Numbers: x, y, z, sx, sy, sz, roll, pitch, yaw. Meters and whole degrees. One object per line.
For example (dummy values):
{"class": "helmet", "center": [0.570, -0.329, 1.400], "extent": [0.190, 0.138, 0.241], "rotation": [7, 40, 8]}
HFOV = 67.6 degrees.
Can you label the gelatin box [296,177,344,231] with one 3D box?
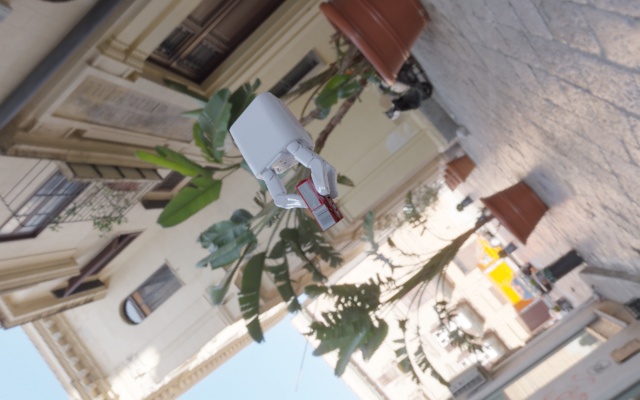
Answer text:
{"class": "gelatin box", "center": [0.000, 0.003, 0.800], "extent": [0.030, 0.089, 0.073], "rotation": [-32, -2, 12]}
